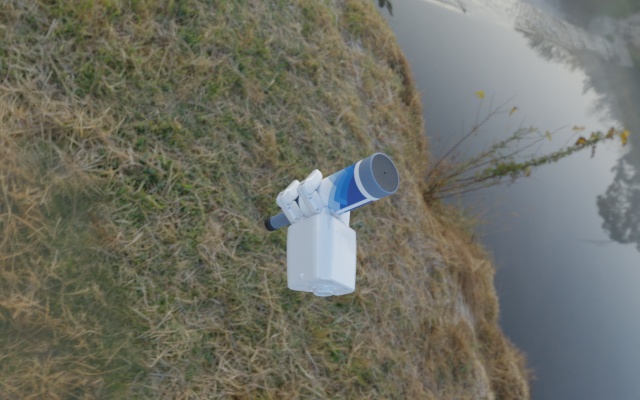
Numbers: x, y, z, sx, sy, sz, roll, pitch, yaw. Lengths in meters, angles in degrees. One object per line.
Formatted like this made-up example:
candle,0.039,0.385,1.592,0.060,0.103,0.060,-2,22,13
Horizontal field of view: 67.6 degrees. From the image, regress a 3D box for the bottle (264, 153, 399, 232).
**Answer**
bottle,0.000,0.003,0.824,0.069,0.069,0.296,0,-18,-44
